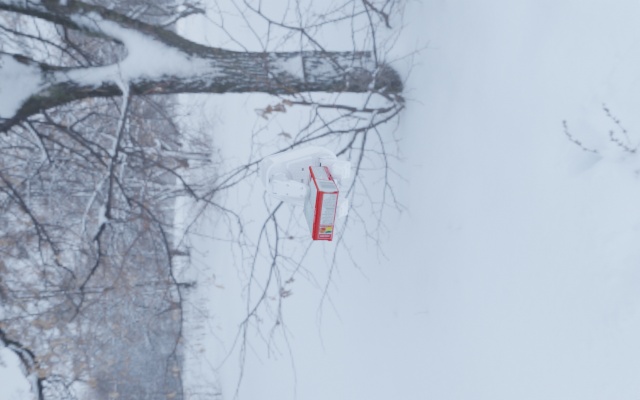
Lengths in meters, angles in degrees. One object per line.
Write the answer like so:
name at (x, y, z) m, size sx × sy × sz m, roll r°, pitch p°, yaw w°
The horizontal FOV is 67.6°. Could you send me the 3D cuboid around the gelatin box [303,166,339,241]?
gelatin box at (0.000, 0.002, 0.646) m, size 0.030 × 0.073 × 0.089 m, roll 2°, pitch 25°, yaw -11°
